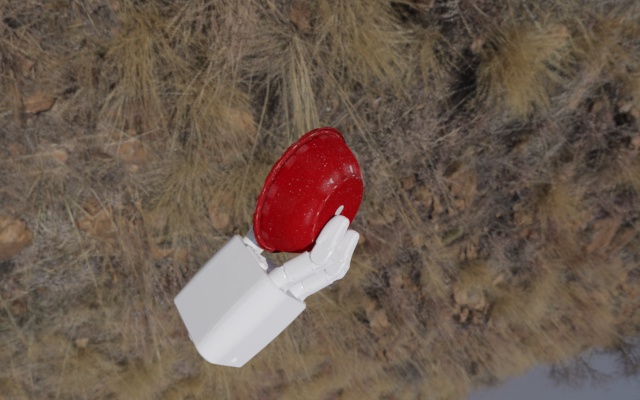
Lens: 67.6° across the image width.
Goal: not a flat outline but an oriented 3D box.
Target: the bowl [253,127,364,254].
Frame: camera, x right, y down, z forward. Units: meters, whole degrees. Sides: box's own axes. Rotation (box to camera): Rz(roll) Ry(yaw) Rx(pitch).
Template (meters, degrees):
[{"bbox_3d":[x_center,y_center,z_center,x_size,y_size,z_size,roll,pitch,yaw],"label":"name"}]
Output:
[{"bbox_3d":[0.001,0.001,0.538,0.055,0.162,0.162,31,15,27],"label":"bowl"}]
